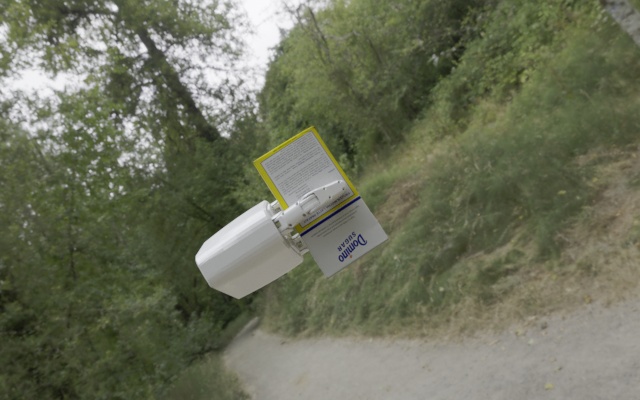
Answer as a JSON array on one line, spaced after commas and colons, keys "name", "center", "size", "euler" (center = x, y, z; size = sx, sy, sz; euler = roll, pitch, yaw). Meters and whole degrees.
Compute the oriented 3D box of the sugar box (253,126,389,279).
[{"name": "sugar box", "center": [0.000, 0.002, 0.614], "size": [0.093, 0.176, 0.048], "euler": [-32, -6, -2]}]
